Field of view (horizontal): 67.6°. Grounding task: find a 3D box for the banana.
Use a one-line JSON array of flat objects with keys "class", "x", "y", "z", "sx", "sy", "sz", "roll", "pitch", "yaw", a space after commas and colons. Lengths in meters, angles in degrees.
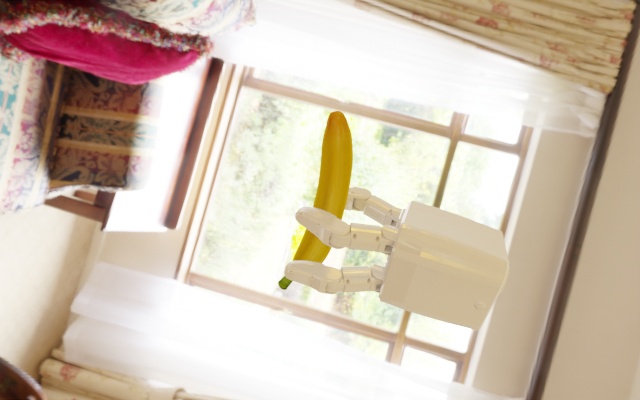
[{"class": "banana", "x": 0.005, "y": 0.002, "z": 0.516, "sx": 0.037, "sy": 0.198, "sz": 0.069, "roll": 19, "pitch": 13, "yaw": 16}]
